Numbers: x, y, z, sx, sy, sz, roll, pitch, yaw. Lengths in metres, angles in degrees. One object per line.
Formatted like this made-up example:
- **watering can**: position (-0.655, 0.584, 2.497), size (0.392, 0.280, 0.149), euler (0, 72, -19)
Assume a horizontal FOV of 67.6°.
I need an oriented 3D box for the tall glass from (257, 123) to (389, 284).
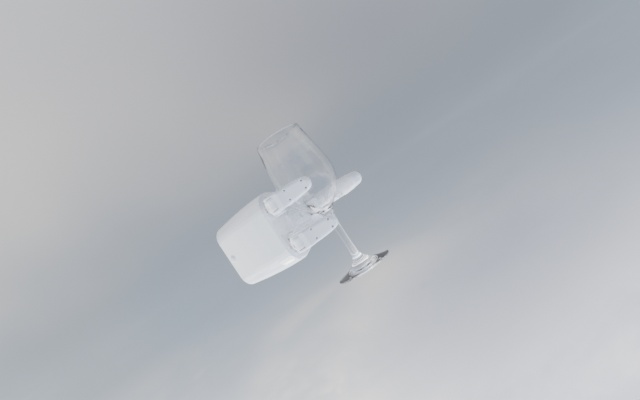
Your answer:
- **tall glass**: position (0.001, 0.002, 0.604), size (0.079, 0.201, 0.079), euler (-34, 0, 0)
